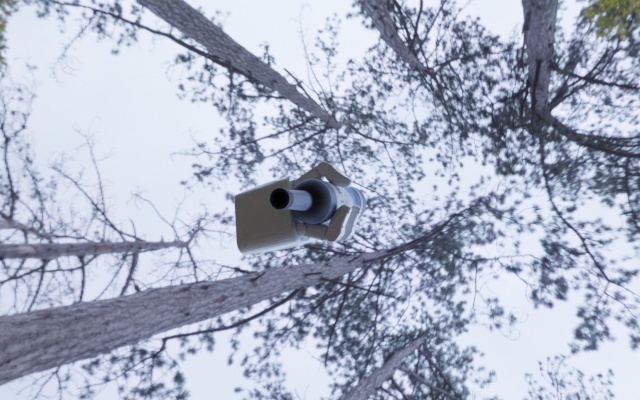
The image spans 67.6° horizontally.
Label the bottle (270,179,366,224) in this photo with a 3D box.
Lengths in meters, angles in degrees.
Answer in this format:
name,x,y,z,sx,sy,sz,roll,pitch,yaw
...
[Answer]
name,x,y,z,sx,sy,sz,roll,pitch,yaw
bottle,0.000,0.002,0.735,0.069,0.069,0.296,0,-2,21
